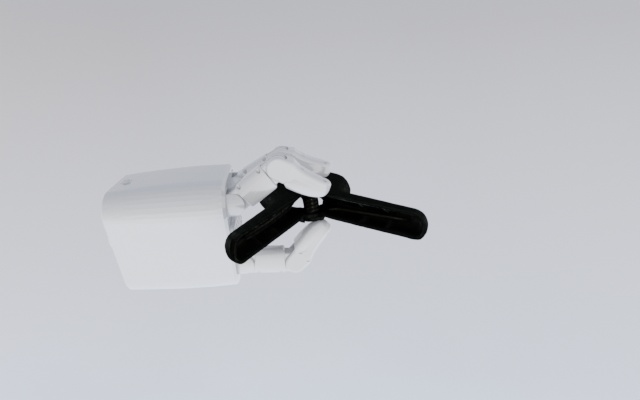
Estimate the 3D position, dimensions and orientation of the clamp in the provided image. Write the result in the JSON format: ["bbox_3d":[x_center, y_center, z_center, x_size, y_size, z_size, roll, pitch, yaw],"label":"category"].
[{"bbox_3d":[0.000,0.002,0.461,0.164,0.036,0.210,-3,19,-4],"label":"clamp"}]
